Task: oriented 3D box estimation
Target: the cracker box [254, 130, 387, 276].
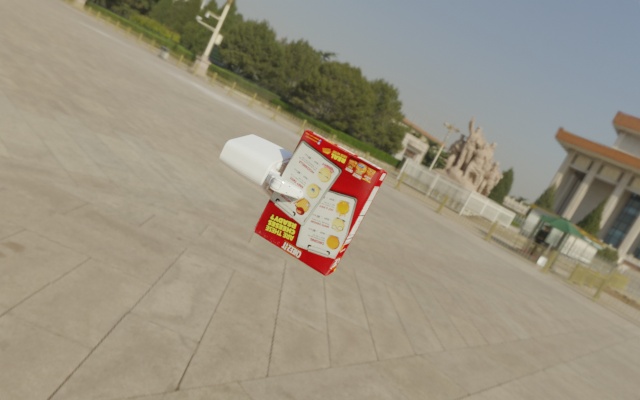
[{"bbox_3d":[0.000,0.003,0.877,0.164,0.214,0.072,30,9,16],"label":"cracker box"}]
